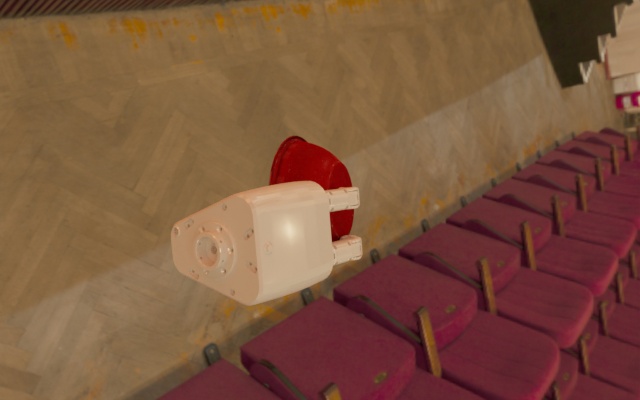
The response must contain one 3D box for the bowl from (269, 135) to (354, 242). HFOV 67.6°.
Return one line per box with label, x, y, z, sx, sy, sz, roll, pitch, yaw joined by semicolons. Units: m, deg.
bowl;0.001;0.001;0.565;0.055;0.162;0.162;-3;-1;22
